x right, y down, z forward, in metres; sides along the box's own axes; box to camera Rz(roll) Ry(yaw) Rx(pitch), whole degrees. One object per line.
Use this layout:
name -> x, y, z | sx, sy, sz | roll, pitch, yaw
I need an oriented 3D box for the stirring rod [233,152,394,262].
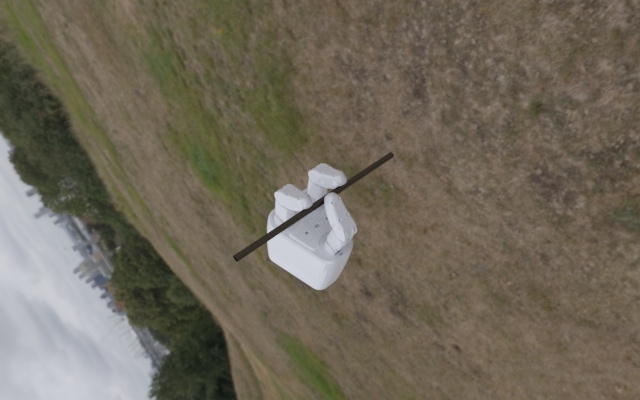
stirring rod -> 0.000, 0.002, 0.559 | 0.239, 0.011, 0.011 | -34, 16, -25
